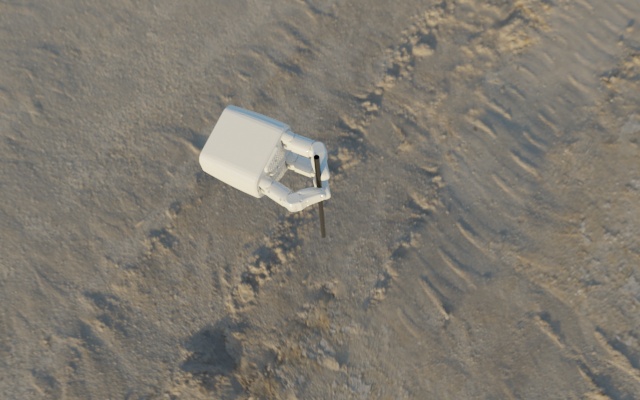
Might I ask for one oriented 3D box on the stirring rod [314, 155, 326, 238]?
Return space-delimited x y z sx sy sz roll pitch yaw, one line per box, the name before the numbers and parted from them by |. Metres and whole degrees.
stirring rod | 0.000 0.002 0.736 0.011 0.011 0.240 0 -30 3
